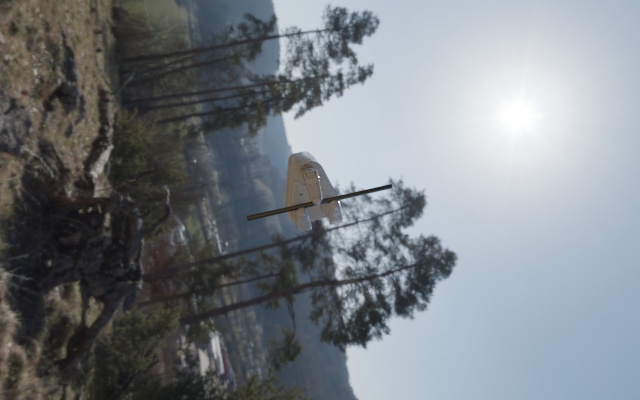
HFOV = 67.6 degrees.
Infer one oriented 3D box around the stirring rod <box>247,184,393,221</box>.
[{"bbox_3d":[0.000,0.002,0.773,0.239,0.011,0.011,-13,1,-5],"label":"stirring rod"}]
